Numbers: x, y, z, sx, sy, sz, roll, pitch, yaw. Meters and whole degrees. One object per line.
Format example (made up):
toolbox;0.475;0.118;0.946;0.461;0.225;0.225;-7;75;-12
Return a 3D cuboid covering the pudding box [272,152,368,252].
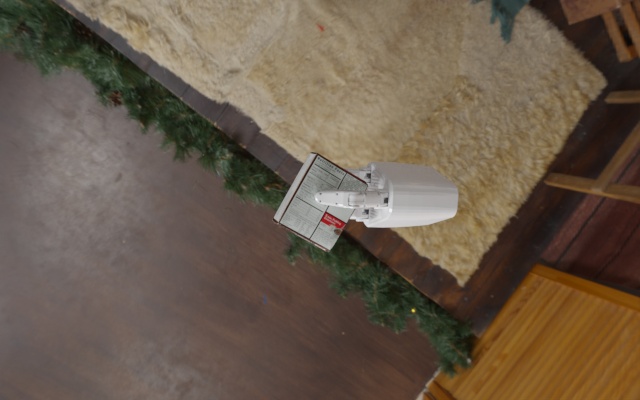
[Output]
pudding box;0.000;0.002;0.664;0.090;0.113;0.039;30;-3;-17
